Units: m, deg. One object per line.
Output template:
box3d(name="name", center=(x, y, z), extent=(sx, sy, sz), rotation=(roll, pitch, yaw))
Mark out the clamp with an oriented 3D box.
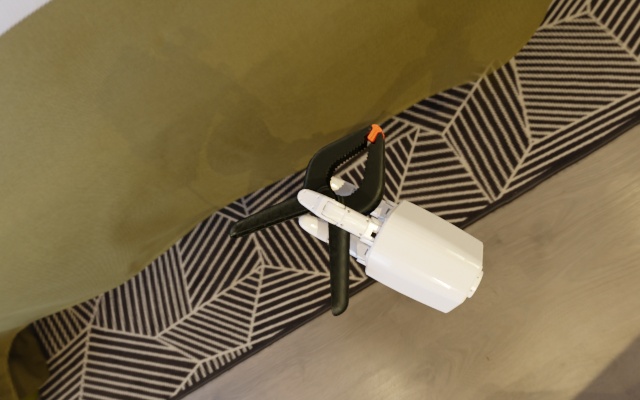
box3d(name="clamp", center=(0.000, 0.001, 0.546), extent=(0.164, 0.210, 0.036), rotation=(27, 0, 14))
